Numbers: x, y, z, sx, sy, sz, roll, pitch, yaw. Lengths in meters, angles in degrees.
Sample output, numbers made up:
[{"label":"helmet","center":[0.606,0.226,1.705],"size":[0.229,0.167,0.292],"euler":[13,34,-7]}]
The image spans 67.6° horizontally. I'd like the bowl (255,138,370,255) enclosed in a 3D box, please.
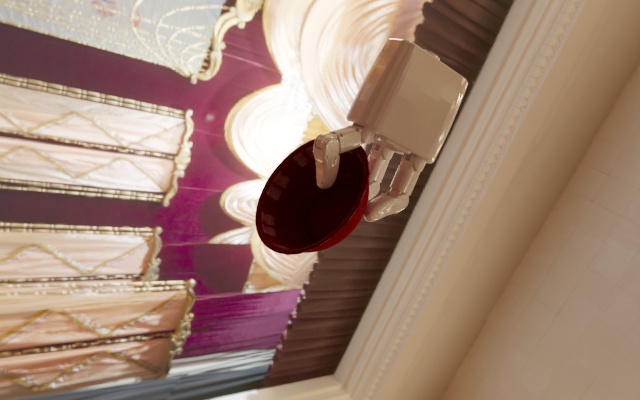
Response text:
[{"label":"bowl","center":[-0.001,0.003,0.572],"size":[0.162,0.162,0.055],"euler":[0,-30,40]}]
